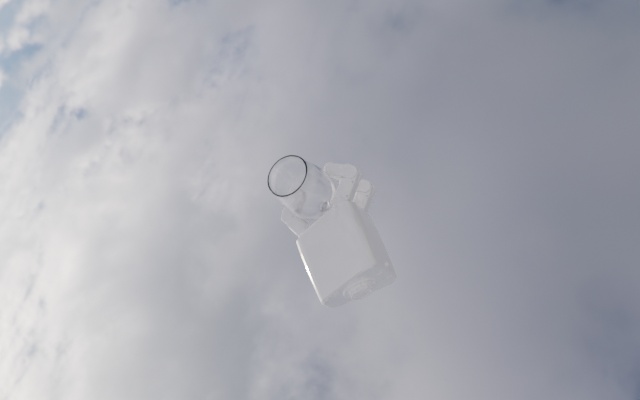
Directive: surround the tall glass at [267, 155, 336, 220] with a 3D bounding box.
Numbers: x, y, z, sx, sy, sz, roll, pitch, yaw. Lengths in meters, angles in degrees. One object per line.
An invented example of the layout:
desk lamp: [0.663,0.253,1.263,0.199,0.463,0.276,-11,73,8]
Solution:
tall glass: [0.000,0.003,0.719,0.079,0.079,0.201,0,-21,29]
